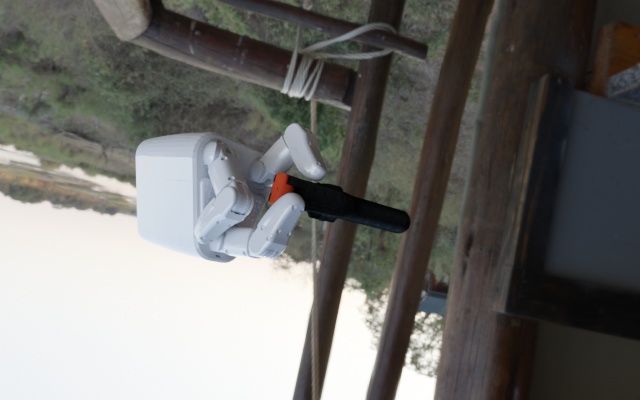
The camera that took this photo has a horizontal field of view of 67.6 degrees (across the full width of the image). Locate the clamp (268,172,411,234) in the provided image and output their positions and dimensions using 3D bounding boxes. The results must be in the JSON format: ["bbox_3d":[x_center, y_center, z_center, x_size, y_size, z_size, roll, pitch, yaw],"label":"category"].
[{"bbox_3d":[0.000,0.002,0.471,0.120,0.039,0.171,4,-10,40],"label":"clamp"}]
